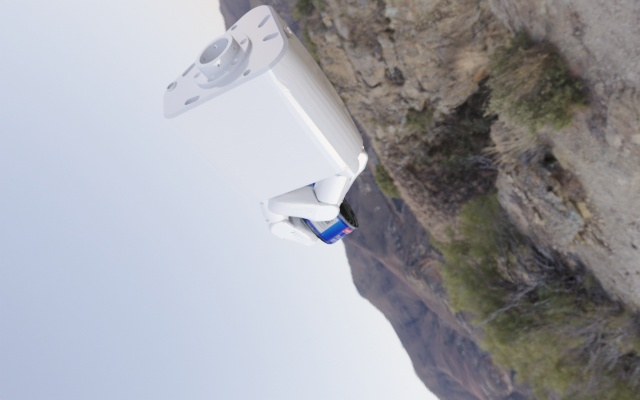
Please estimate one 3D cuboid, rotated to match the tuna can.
[{"bbox_3d":[0.000,0.002,0.482,0.034,0.086,0.086,-36,-8,11],"label":"tuna can"}]
